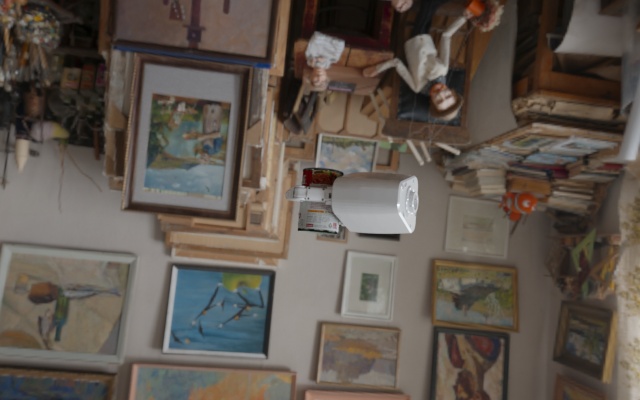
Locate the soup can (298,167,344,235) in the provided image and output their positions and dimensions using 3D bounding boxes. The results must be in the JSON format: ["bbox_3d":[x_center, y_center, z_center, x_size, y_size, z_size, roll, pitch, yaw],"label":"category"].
[{"bbox_3d":[0.000,0.003,0.779,0.068,0.102,0.068,5,-6,1],"label":"soup can"}]
